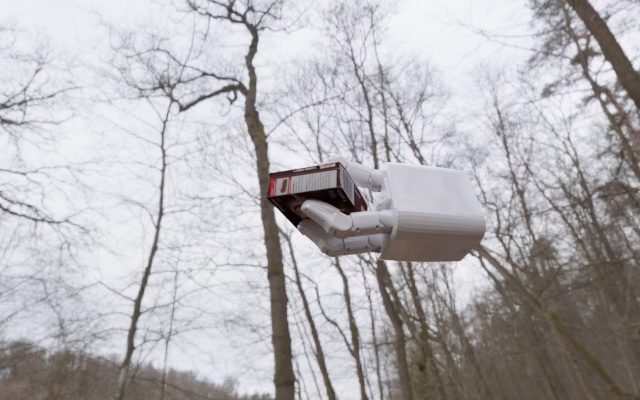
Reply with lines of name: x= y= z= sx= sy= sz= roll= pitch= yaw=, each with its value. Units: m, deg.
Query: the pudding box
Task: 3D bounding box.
pudding box: x=0.000 y=0.002 z=0.570 sx=0.090 sy=0.039 sz=0.113 roll=-9 pitch=-32 yaw=19
